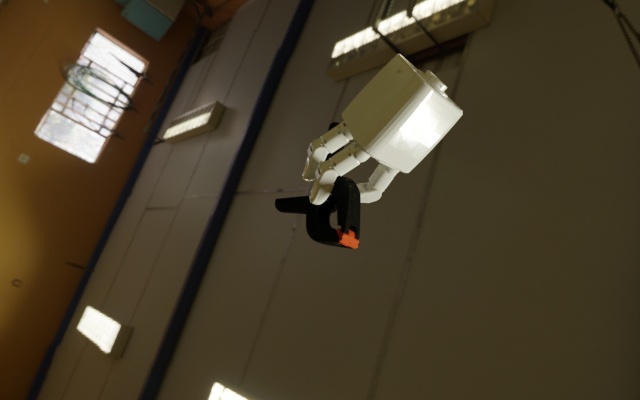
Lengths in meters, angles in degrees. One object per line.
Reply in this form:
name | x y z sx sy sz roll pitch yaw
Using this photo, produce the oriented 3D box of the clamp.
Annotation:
clamp | 0.001 0.003 0.659 0.036 0.165 0.209 26 27 -31
